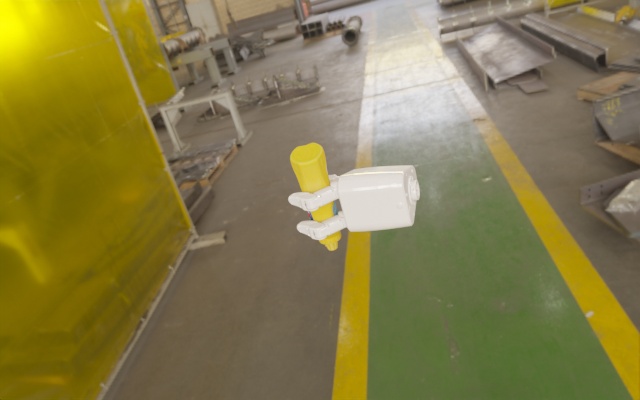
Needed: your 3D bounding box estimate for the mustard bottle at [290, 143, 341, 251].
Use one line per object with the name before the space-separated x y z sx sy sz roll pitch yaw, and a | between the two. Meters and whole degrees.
mustard bottle | 0.000 0.003 0.828 0.058 0.192 0.096 -16 25 0
